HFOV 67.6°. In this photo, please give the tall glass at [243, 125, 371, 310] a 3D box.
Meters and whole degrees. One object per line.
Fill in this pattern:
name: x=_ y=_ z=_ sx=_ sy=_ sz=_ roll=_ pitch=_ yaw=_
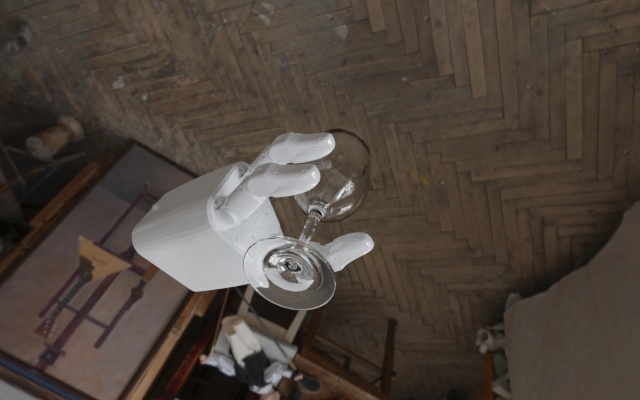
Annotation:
tall glass: x=0.000 y=0.002 z=0.440 sx=0.079 sy=0.079 sz=0.201 roll=0 pitch=34 yaw=18
